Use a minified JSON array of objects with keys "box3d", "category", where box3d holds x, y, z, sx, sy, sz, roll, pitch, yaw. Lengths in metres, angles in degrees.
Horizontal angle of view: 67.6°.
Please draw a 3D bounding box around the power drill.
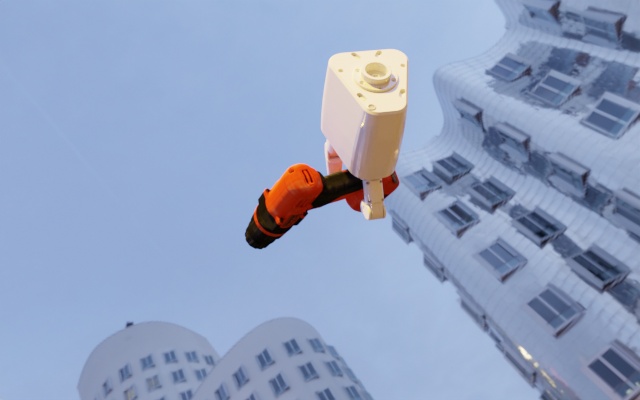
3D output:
[{"box3d":[0.001,0.002,0.644,0.187,0.057,0.184,-16,-17,-35],"category":"power drill"}]
